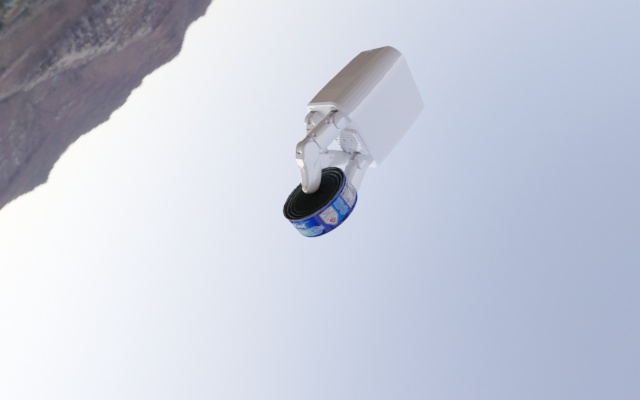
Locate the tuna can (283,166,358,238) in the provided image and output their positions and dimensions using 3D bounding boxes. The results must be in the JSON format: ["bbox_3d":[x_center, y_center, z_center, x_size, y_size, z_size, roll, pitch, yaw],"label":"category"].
[{"bbox_3d":[0.000,0.002,0.556,0.086,0.086,0.034,0,-43,50],"label":"tuna can"}]
